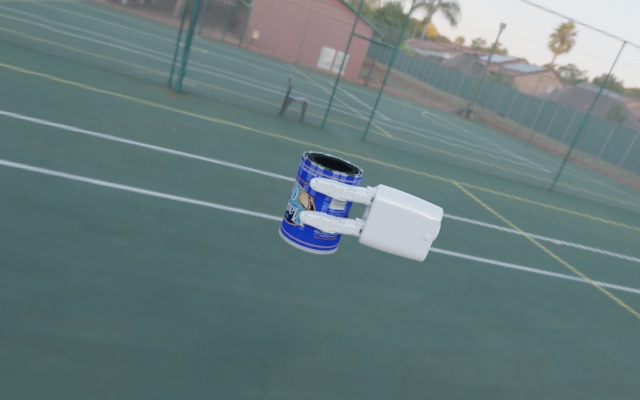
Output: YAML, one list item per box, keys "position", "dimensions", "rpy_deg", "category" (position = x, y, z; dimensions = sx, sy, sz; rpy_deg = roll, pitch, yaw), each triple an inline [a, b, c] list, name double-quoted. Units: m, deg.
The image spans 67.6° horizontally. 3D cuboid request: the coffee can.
- position: [0.000, 0.003, 0.781]
  dimensions: [0.103, 0.140, 0.102]
  rpy_deg: [17, 18, -6]
  category: "coffee can"
